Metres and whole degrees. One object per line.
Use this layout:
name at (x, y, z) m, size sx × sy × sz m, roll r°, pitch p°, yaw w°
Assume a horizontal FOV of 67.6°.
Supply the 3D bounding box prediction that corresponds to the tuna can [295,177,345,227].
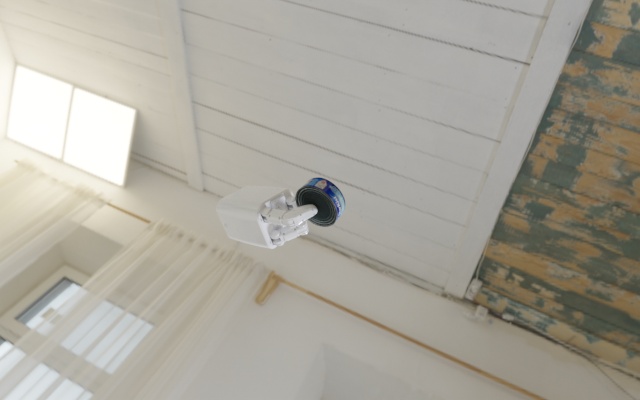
tuna can at (0.000, 0.002, 0.839) m, size 0.086 × 0.086 × 0.033 m, roll 0°, pitch 34°, yaw 39°
